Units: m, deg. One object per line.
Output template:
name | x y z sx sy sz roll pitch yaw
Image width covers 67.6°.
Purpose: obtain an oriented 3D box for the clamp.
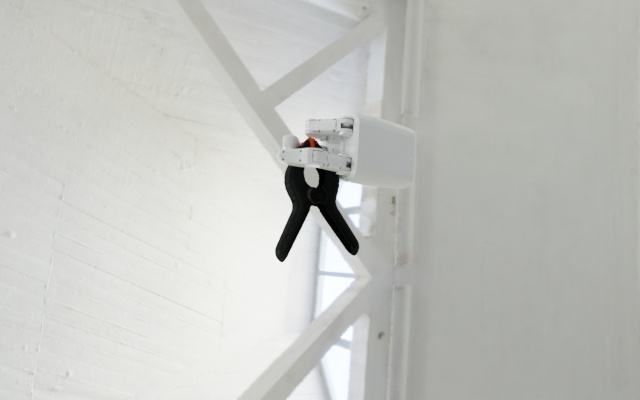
clamp | 0.000 0.002 0.655 0.120 0.171 0.039 8 -9 -28
